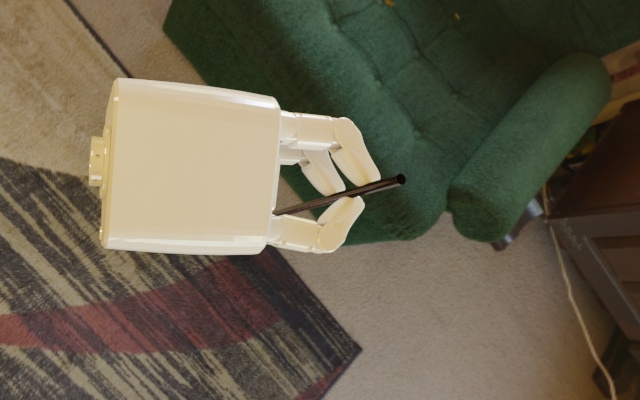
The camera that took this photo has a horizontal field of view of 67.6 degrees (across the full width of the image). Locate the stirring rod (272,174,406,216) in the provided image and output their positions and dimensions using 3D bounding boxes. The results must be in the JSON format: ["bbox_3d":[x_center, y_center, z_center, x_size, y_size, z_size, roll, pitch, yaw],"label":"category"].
[{"bbox_3d":[0.000,0.001,0.435,0.011,0.011,0.239,0,-8,-28],"label":"stirring rod"}]
